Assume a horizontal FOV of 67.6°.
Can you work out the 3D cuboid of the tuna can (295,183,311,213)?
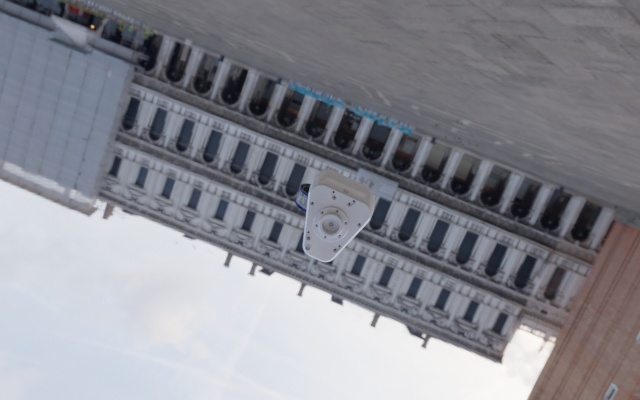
[{"bbox_3d":[0.000,0.003,0.839,0.086,0.034,0.086,20,16,-6],"label":"tuna can"}]
